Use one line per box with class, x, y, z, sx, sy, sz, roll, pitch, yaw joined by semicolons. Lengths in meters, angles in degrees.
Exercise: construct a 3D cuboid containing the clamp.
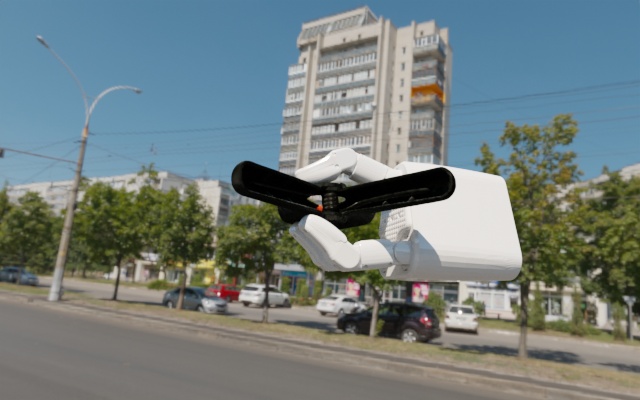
clamp;0.000;0.001;0.430;0.164;0.036;0.210;4;-11;-12
